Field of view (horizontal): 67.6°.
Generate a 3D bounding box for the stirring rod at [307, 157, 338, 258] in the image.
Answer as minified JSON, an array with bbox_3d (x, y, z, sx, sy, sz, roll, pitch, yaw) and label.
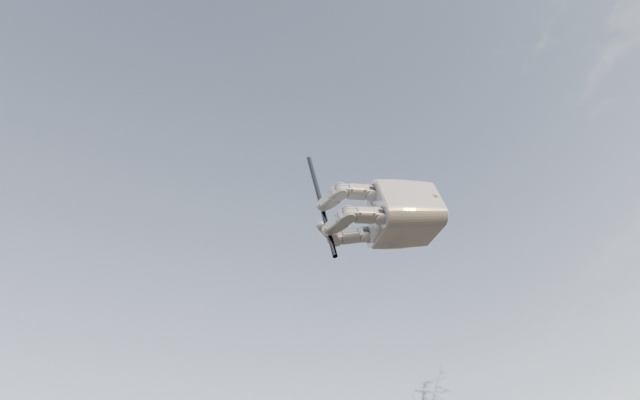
[{"bbox_3d":[0.000,0.003,0.793,0.011,0.011,0.239,0,42,-14],"label":"stirring rod"}]
